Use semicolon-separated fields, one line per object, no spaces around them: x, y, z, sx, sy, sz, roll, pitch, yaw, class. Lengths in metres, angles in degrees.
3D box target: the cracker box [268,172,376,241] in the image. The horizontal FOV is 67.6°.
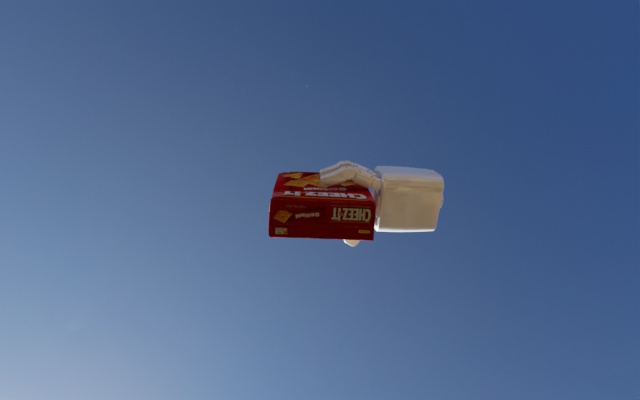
0.000;0.003;0.826;0.164;0.072;0.213;2;13;-2;cracker box
